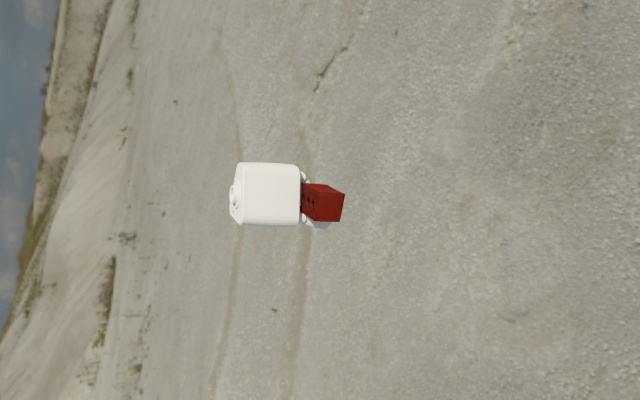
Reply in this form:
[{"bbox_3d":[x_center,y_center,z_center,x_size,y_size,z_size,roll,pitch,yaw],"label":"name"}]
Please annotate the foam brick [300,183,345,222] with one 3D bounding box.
[{"bbox_3d":[0.000,0.003,0.841,0.051,0.053,0.078,4,12,-26],"label":"foam brick"}]
